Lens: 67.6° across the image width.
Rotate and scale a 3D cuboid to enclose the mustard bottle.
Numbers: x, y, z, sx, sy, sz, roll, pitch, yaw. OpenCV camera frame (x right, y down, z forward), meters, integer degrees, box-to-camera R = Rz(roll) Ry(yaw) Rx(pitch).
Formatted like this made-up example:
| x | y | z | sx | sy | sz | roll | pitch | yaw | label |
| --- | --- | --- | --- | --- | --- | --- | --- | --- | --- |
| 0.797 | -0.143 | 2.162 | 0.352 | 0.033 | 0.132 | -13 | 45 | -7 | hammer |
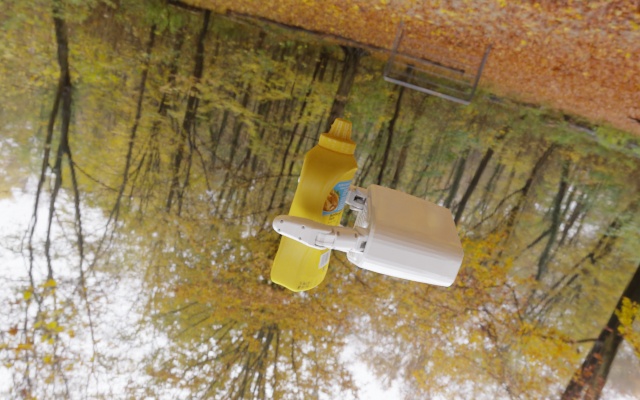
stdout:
| x | y | z | sx | sy | sz | roll | pitch | yaw | label |
| --- | --- | --- | --- | --- | --- | --- | --- | --- | --- |
| 0.000 | 0.002 | 0.542 | 0.058 | 0.192 | 0.096 | 22 | 15 | 18 | mustard bottle |
